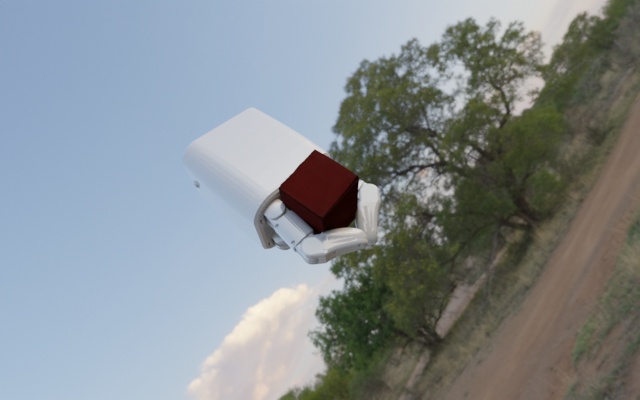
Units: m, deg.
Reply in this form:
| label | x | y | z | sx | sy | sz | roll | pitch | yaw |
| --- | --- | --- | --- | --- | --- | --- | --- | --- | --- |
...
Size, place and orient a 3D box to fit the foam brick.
| label | x | y | z | sx | sy | sz | roll | pitch | yaw |
| --- | --- | --- | --- | --- | --- | --- | --- | --- | --- |
| foam brick | 0.000 | 0.001 | 0.444 | 0.051 | 0.053 | 0.078 | 36 | -20 | 19 |
